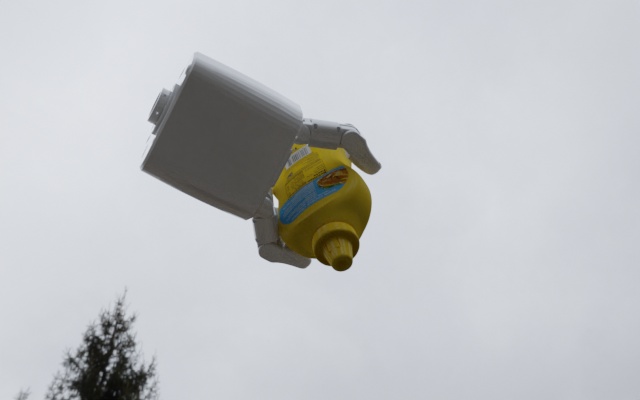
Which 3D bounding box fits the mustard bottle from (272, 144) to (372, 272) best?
[{"bbox_3d":[0.000,0.002,0.469,0.096,0.058,0.191,-33,32,9],"label":"mustard bottle"}]
